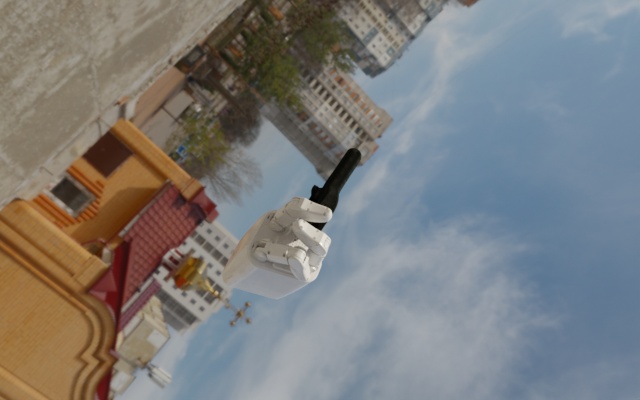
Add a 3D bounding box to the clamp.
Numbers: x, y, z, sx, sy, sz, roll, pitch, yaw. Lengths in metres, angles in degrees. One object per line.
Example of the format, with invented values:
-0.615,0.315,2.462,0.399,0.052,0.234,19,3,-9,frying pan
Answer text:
0.001,0.003,0.721,0.039,0.171,0.120,35,-40,-4,clamp
